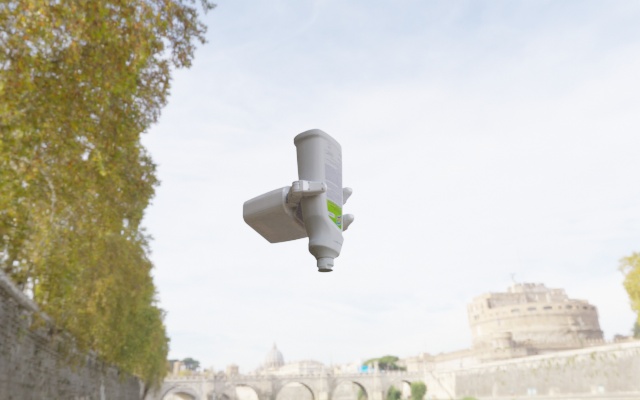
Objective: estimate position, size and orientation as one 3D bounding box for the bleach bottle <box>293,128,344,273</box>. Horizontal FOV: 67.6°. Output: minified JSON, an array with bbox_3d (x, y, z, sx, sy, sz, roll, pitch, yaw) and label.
[{"bbox_3d":[0.000,0.003,0.862,0.068,0.250,0.102,-16,-27,31],"label":"bleach bottle"}]
